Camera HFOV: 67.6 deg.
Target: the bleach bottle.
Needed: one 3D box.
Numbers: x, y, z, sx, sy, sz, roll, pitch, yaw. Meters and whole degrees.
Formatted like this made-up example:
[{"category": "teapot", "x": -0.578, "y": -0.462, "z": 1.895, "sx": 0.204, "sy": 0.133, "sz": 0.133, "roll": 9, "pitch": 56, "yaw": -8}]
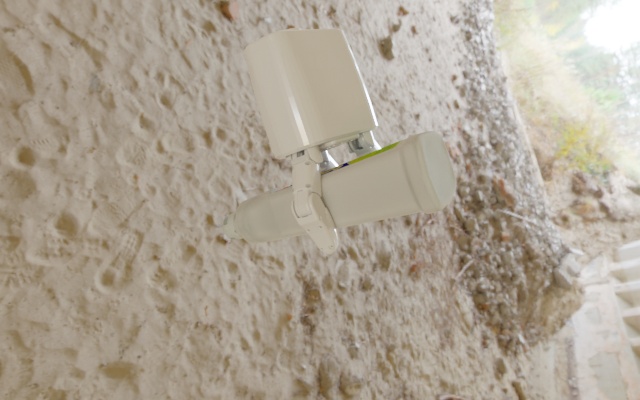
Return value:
[{"category": "bleach bottle", "x": 0.000, "y": 0.002, "z": 0.477, "sx": 0.251, "sy": 0.068, "sz": 0.102, "roll": -17, "pitch": 5, "yaw": 28}]
